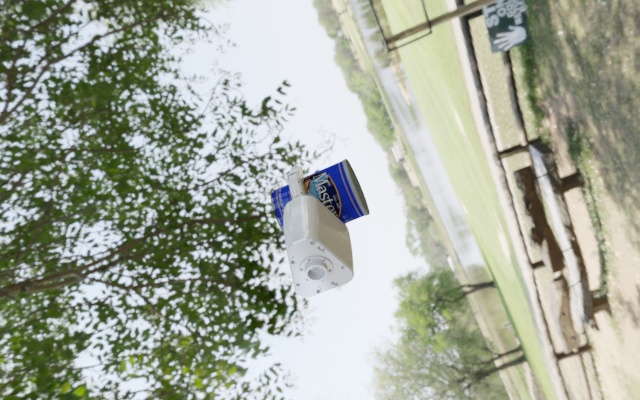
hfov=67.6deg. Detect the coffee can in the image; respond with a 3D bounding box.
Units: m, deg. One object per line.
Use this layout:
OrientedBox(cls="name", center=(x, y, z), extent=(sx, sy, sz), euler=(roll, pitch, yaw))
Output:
OrientedBox(cls="coffee can", center=(0.000, 0.002, 0.816), extent=(0.140, 0.103, 0.103), euler=(-23, -4, 10))
